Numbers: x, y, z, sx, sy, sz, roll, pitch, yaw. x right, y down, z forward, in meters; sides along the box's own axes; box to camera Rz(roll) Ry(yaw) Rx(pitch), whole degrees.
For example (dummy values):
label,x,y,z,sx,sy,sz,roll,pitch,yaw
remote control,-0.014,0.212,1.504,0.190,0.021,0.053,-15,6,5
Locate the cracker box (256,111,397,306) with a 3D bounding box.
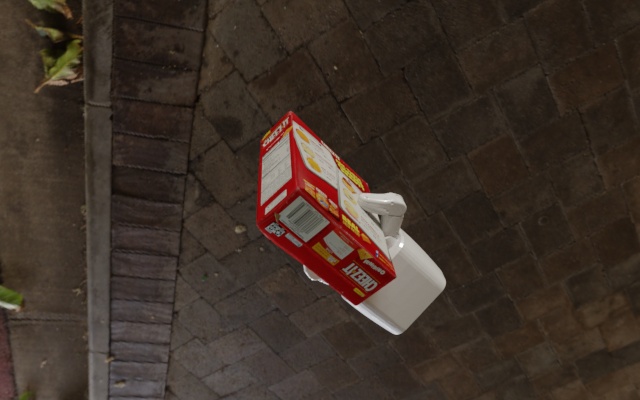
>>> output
label,x,y,z,sx,sy,sz,roll,pitch,yaw
cracker box,0.000,0.002,0.593,0.164,0.072,0.213,42,19,-26
